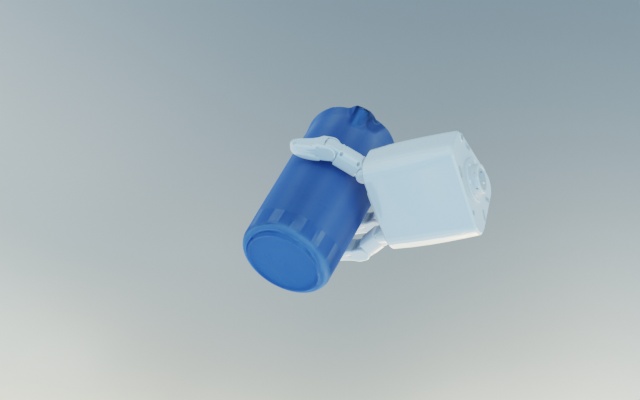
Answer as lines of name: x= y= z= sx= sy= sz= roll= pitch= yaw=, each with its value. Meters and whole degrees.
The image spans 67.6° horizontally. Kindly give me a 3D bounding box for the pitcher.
pitcher: x=0.000 y=0.002 z=0.616 sx=0.145 sy=0.149 sz=0.242 roll=-10 pitch=34 yaw=35
